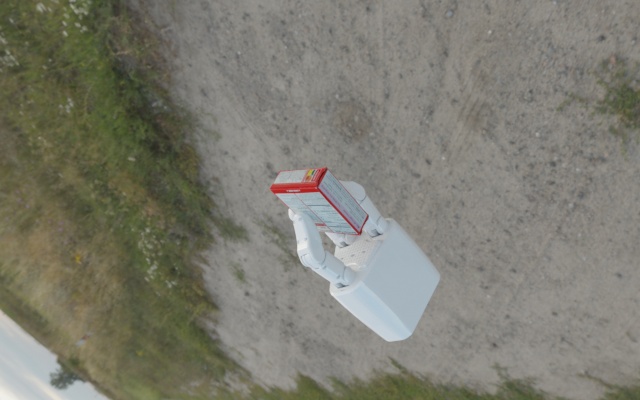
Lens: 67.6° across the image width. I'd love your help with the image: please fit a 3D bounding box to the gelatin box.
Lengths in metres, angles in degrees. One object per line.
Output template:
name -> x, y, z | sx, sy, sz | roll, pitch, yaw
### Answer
gelatin box -> 0.000, 0.002, 0.525 | 0.073, 0.030, 0.089 | 0, -36, 45
